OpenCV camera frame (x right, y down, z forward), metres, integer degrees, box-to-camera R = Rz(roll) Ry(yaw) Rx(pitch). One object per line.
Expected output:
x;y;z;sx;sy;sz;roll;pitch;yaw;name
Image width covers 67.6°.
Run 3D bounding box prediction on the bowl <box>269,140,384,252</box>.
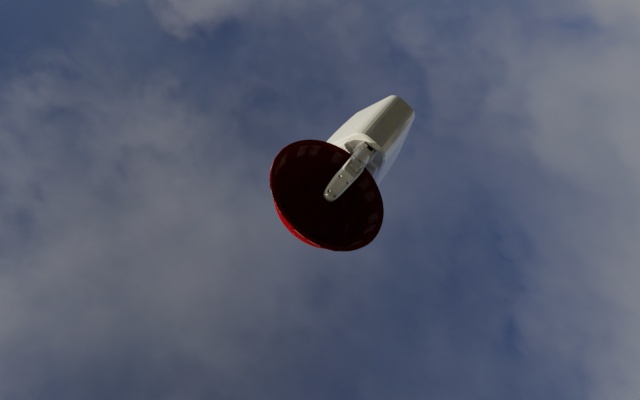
-0.001;0.003;0.618;0.162;0.162;0.055;0;-29;-32;bowl
